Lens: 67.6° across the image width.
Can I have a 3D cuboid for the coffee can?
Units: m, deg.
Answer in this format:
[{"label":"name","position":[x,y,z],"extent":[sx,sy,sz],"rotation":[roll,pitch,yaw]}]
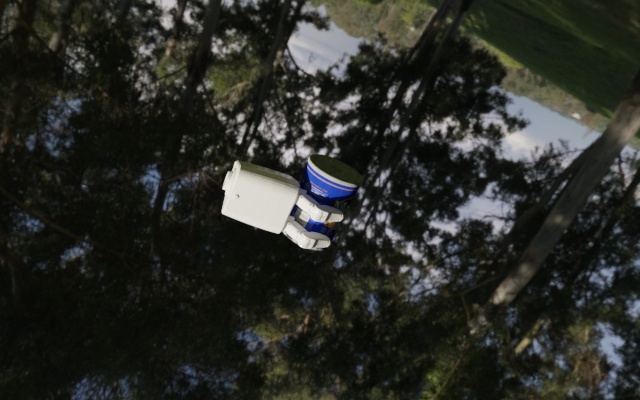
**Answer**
[{"label":"coffee can","position":[0.000,0.003,0.851],"extent":[0.103,0.140,0.102],"rotation":[22,22,-9]}]
